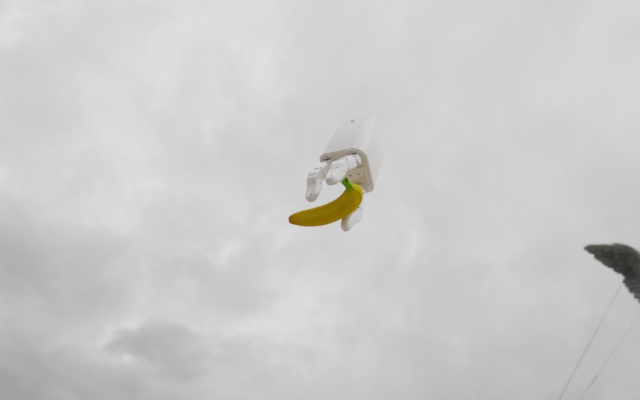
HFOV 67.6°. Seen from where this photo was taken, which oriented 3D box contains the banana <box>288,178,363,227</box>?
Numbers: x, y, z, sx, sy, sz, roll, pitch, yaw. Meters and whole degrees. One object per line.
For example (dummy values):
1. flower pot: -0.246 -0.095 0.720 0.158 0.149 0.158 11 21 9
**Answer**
1. banana: 0.017 0.011 0.844 0.069 0.037 0.198 31 -37 -18
